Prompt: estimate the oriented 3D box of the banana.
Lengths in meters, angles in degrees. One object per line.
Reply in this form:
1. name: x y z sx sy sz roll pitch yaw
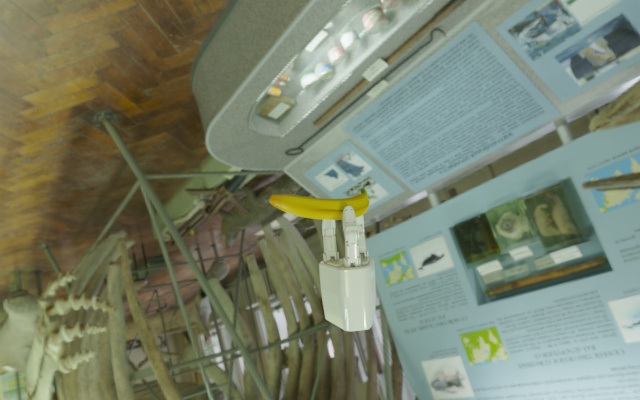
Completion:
1. banana: 0.012 0.009 0.818 0.198 0.037 0.069 -2 22 -31
